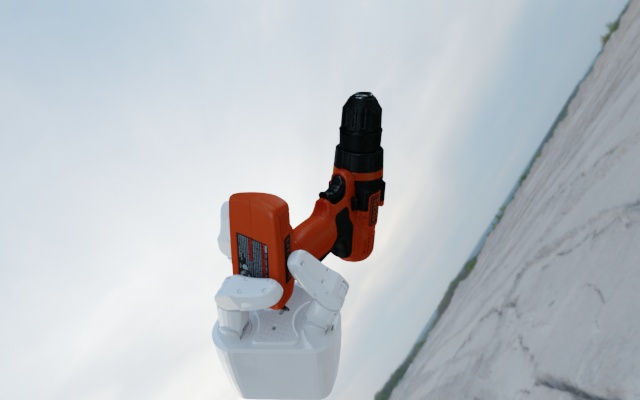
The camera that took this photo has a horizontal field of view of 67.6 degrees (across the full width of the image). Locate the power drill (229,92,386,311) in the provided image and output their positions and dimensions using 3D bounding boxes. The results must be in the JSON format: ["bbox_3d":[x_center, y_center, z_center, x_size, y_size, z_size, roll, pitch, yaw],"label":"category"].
[{"bbox_3d":[0.000,0.002,0.447,0.057,0.184,0.187,17,29,34],"label":"power drill"}]
